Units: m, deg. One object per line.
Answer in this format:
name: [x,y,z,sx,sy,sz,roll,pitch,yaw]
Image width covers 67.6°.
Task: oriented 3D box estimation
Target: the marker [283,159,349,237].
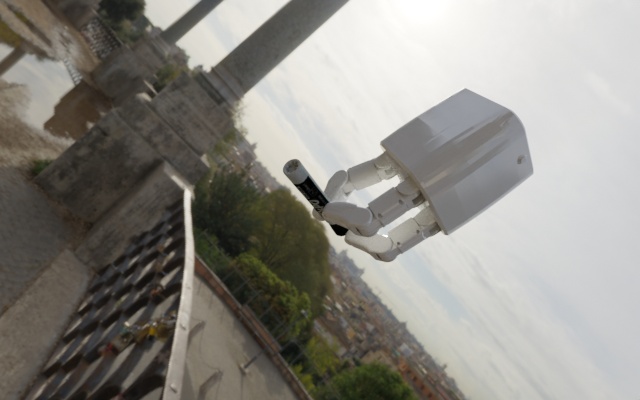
marker: [0.000,0.002,0.473,0.020,0.020,0.121,0,-32,31]
